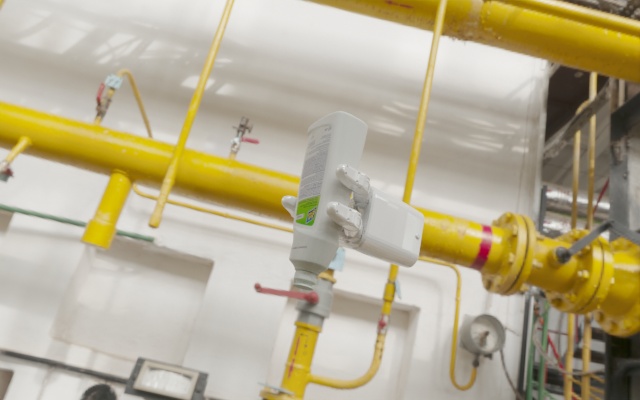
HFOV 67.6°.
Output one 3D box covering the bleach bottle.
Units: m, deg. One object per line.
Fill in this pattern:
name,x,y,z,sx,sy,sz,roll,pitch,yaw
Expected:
bleach bottle,0.000,0.002,0.679,0.068,0.250,0.102,24,-22,-25
